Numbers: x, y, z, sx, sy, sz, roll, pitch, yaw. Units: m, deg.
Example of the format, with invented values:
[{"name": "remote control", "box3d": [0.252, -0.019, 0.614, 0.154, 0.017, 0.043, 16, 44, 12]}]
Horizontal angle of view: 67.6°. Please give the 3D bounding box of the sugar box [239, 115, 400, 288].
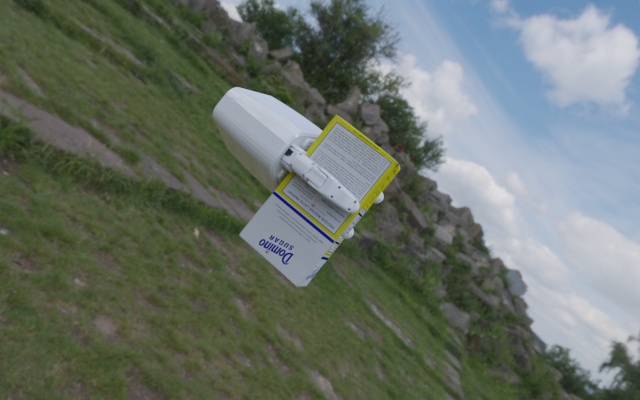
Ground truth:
[{"name": "sugar box", "box3d": [0.000, 0.002, 0.542, 0.093, 0.176, 0.048, 40, 3, 15]}]
